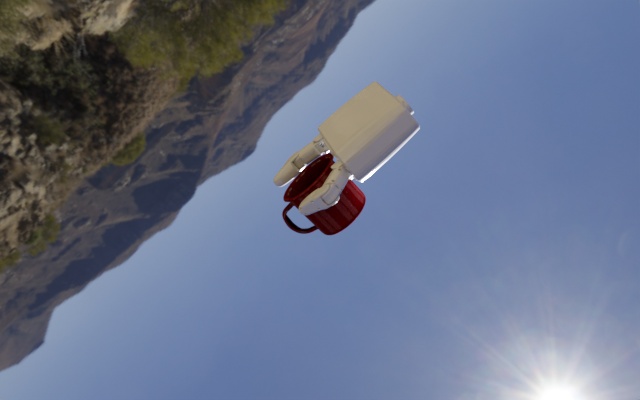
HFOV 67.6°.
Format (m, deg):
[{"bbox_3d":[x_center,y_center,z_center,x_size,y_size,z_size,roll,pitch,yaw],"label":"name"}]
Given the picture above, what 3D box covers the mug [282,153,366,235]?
[{"bbox_3d":[-0.001,0.003,0.670,0.117,0.081,0.093,-41,18,10],"label":"mug"}]
